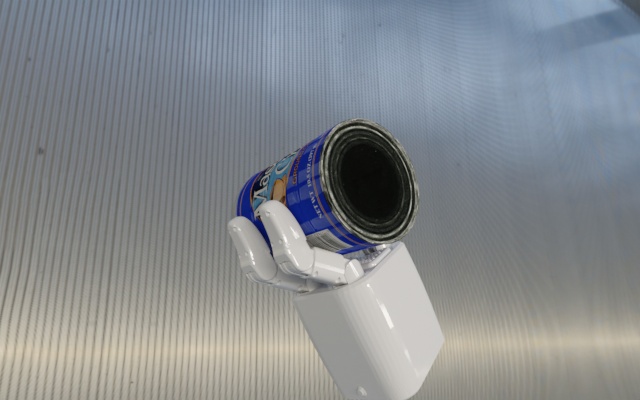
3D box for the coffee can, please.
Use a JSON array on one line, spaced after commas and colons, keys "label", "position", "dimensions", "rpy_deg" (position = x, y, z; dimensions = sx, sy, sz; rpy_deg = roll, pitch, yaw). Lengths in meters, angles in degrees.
[{"label": "coffee can", "position": [0.000, 0.001, 0.423], "dimensions": [0.103, 0.102, 0.140], "rpy_deg": [0, -15, -38]}]
